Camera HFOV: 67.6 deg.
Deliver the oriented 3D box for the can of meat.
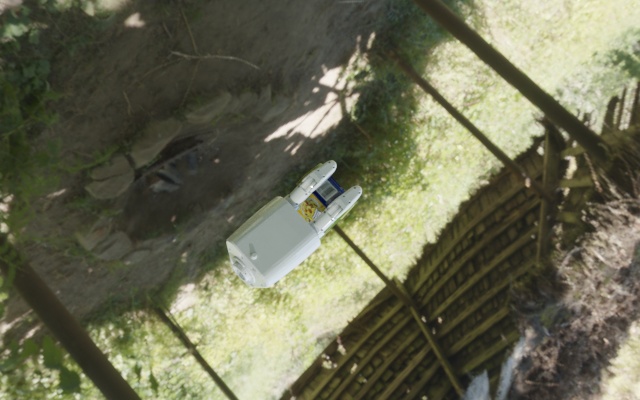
[{"bbox_3d":[0.000,0.003,0.769,0.057,0.084,0.102,-39,-8,-29],"label":"can of meat"}]
